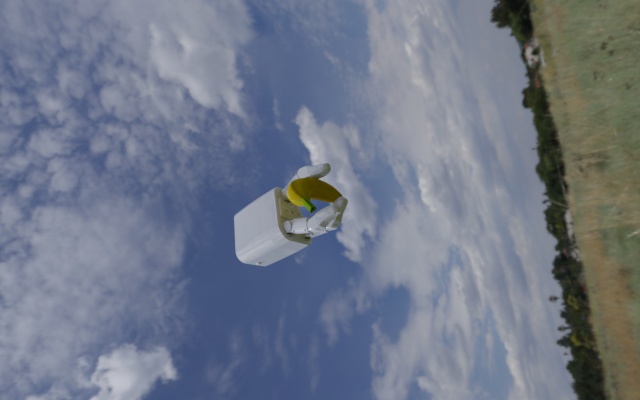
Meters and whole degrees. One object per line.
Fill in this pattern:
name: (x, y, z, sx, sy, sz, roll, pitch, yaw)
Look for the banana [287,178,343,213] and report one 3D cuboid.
banana: (-0.013, -0.011, 0.809, 0.037, 0.069, 0.198, -45, -7, 16)
